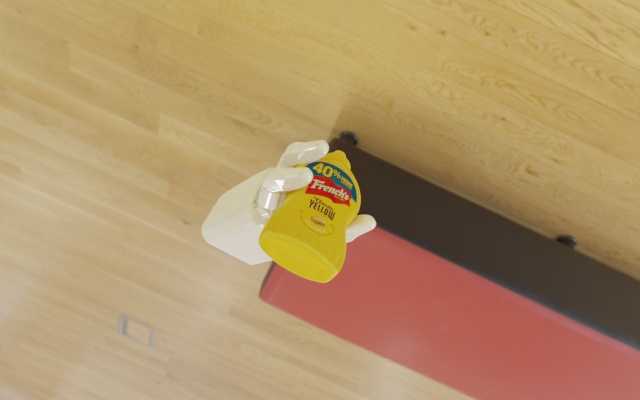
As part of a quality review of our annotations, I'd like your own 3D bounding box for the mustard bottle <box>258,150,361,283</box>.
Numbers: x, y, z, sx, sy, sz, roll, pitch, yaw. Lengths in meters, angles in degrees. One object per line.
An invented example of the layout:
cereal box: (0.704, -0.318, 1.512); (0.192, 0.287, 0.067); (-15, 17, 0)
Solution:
mustard bottle: (0.000, 0.002, 0.586); (0.096, 0.191, 0.058); (30, -45, -8)
